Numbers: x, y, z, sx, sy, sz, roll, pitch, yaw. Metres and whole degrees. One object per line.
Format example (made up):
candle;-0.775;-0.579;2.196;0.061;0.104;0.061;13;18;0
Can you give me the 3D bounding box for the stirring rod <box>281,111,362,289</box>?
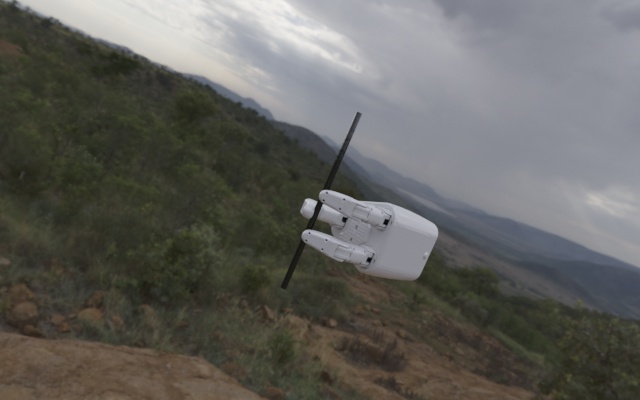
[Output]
stirring rod;0.000;0.002;0.599;0.011;0.239;0.011;23;5;-2
